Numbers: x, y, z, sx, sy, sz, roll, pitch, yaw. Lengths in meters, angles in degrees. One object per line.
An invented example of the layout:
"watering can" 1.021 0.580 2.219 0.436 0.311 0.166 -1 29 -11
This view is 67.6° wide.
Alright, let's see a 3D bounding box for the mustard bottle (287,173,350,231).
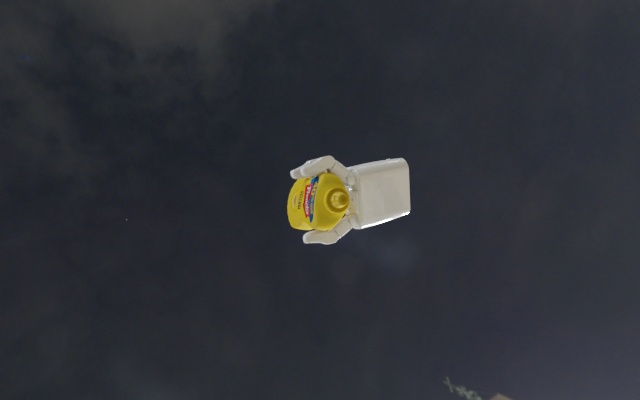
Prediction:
"mustard bottle" 0.000 0.003 0.810 0.058 0.096 0.191 13 -7 -21
